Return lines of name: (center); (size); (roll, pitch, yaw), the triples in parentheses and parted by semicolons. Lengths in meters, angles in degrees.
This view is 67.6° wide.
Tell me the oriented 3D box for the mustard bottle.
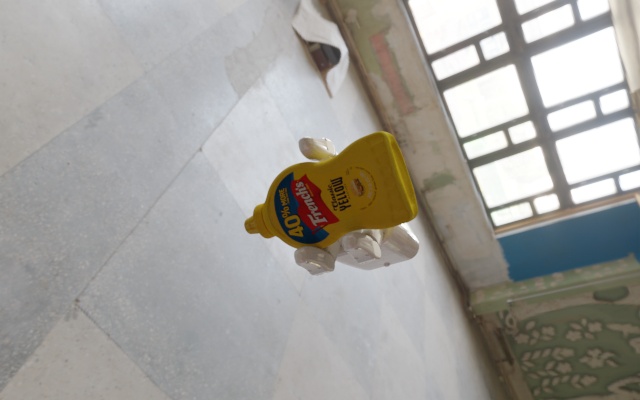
mustard bottle: (0.000, 0.002, 0.514); (0.191, 0.096, 0.058); (-19, -2, 23)
